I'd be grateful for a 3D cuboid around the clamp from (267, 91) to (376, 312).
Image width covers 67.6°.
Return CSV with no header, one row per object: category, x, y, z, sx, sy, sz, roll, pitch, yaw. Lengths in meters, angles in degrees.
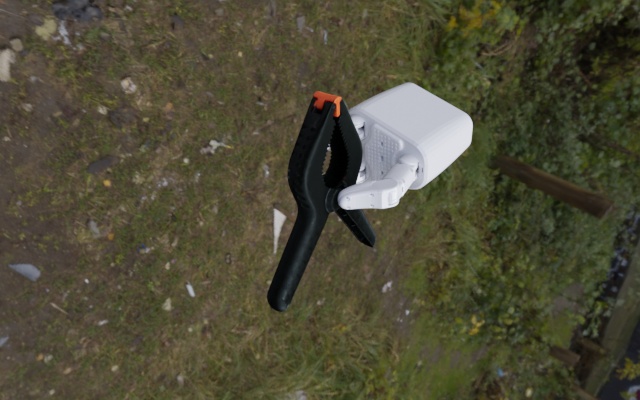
clamp,0.001,0.001,0.472,0.036,0.210,0.164,22,43,35
